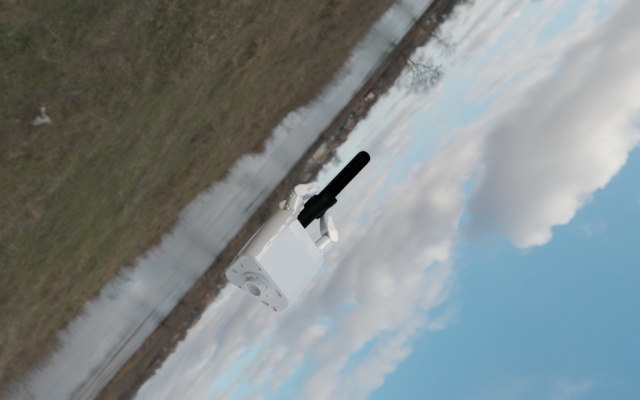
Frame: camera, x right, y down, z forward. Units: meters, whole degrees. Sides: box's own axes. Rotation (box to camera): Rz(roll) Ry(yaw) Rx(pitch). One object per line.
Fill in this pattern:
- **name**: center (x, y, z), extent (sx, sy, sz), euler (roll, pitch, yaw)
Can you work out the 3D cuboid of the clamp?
- **clamp**: center (0.000, 0.004, 0.820), extent (0.210, 0.036, 0.164), euler (-43, 3, 46)
